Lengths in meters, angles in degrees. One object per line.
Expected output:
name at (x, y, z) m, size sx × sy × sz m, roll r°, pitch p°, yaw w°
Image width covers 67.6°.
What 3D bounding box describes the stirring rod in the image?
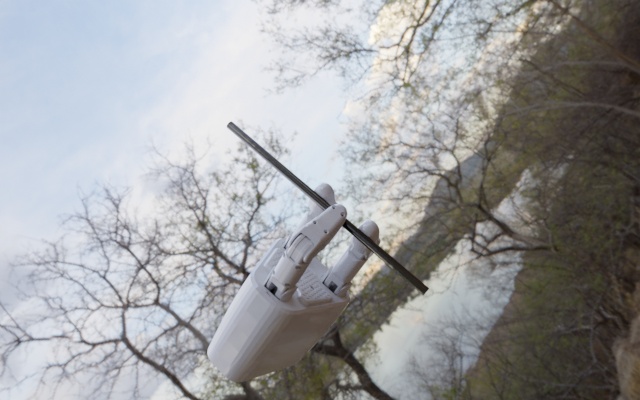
stirring rod at (0.000, 0.002, 0.431) m, size 0.239 × 0.011 × 0.011 m, roll 40°, pitch 13°, yaw 16°
